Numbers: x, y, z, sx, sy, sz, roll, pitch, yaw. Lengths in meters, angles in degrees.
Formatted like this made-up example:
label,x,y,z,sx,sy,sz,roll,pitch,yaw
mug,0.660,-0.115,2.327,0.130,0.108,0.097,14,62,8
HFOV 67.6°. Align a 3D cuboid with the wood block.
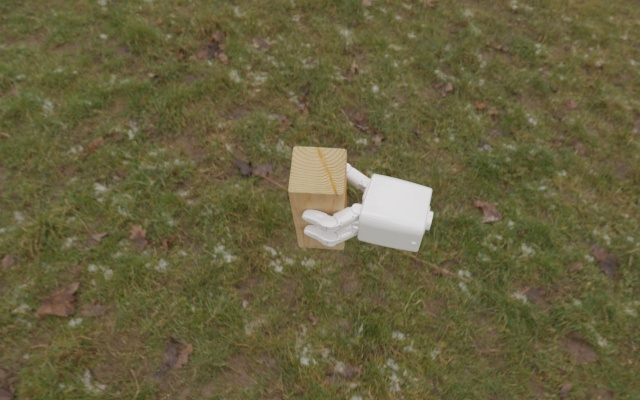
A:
label,x,y,z,sx,sy,sz,roll,pitch,yaw
wood block,0.001,0.002,0.849,0.090,0.090,0.206,3,-30,5
